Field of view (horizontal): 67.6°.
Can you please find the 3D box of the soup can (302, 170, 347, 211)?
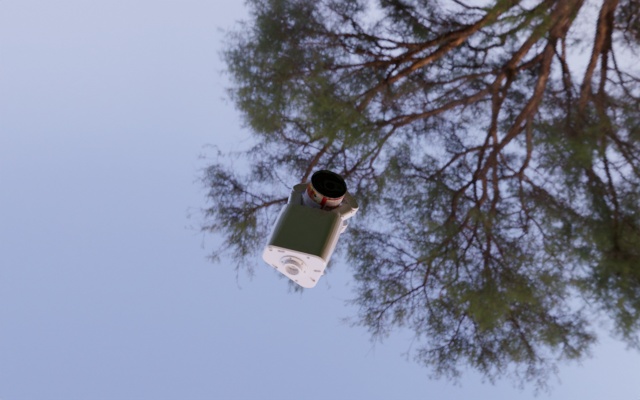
[{"bbox_3d":[0.000,0.003,0.879,0.068,0.068,0.102,0,-40,-23],"label":"soup can"}]
